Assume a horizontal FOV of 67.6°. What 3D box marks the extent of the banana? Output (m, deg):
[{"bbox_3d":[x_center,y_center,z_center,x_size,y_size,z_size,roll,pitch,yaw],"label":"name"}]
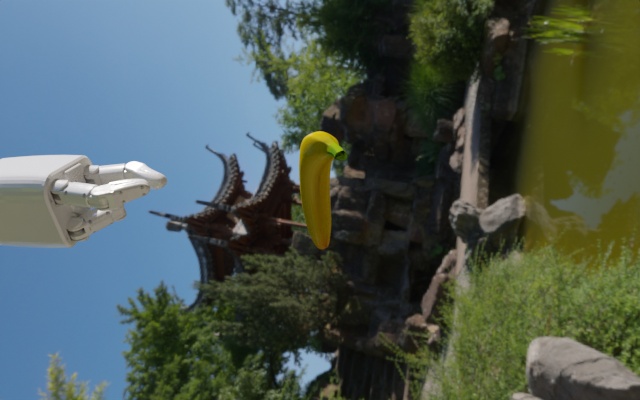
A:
[{"bbox_3d":[-0.003,-0.016,0.532,0.037,0.069,0.198,-8,-31,-8],"label":"banana"}]
